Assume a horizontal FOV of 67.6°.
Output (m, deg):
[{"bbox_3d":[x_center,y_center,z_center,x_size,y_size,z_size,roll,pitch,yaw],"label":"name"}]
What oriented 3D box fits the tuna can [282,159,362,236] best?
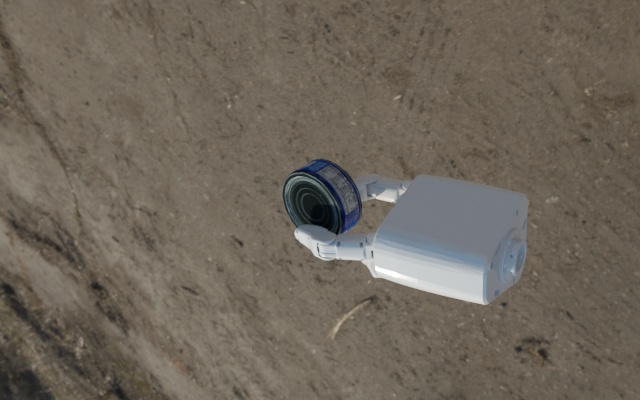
[{"bbox_3d":[0.000,0.002,0.505,0.086,0.086,0.033,0,25,46],"label":"tuna can"}]
